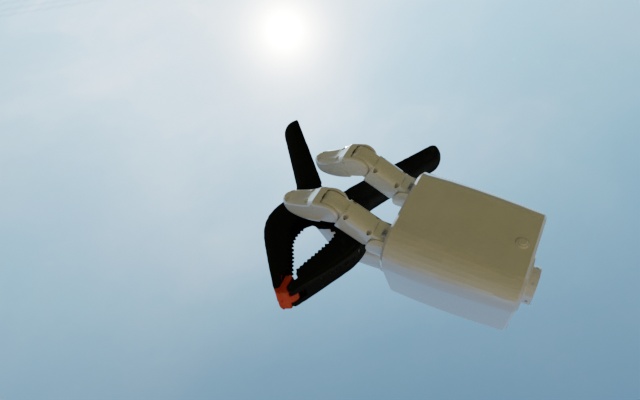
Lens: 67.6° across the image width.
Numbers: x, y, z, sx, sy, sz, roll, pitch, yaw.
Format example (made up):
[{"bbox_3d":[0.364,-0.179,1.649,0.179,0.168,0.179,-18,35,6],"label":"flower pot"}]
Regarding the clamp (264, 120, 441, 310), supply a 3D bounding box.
[{"bbox_3d":[0.000,0.002,0.445,0.164,0.210,0.036,19,-36,23],"label":"clamp"}]
